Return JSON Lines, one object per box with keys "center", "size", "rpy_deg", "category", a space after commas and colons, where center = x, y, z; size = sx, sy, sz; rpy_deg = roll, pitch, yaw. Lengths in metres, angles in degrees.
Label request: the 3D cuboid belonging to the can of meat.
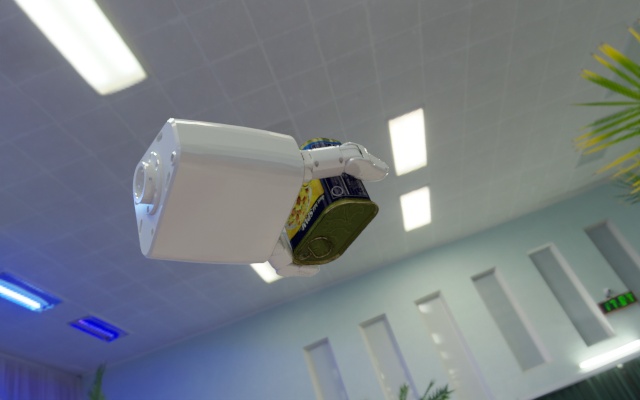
{"center": [0.000, 0.001, 0.471], "size": [0.057, 0.084, 0.102], "rpy_deg": [2, -40, -33], "category": "can of meat"}
